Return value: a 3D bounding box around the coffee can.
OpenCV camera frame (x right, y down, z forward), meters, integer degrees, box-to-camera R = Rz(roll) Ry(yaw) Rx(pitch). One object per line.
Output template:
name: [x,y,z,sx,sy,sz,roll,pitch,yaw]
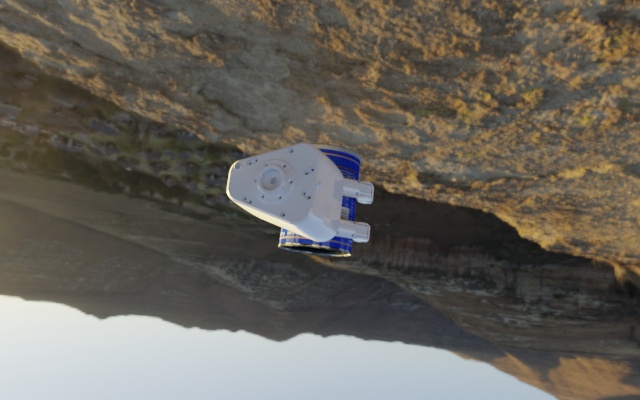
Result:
coffee can: [0.000,0.002,0.673,0.103,0.140,0.103,6,-11,1]
